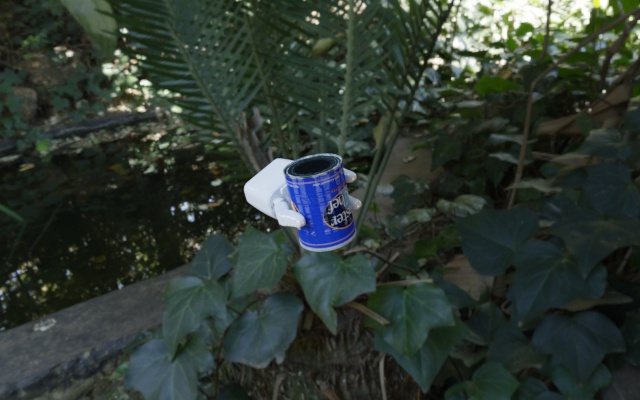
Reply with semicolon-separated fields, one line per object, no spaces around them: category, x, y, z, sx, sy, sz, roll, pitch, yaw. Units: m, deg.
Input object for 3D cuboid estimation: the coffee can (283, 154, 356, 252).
coffee can;0.000;0.003;0.826;0.103;0.140;0.102;-10;24;5
